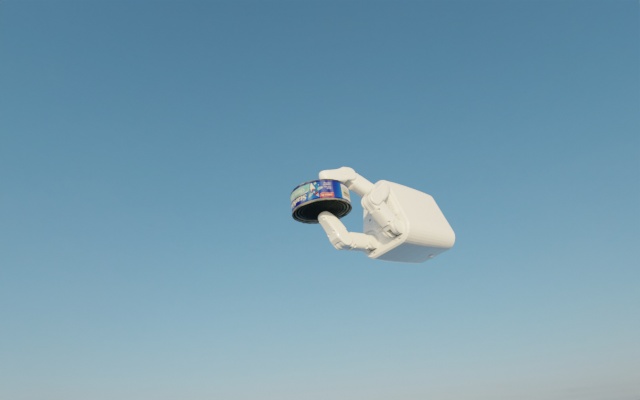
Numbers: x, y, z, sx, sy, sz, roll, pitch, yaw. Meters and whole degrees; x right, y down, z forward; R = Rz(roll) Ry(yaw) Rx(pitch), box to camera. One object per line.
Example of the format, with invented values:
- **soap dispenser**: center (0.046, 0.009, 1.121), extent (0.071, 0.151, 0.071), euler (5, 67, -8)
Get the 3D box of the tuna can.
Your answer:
- **tuna can**: center (0.000, 0.002, 0.681), extent (0.086, 0.033, 0.086), euler (-7, -24, -3)
